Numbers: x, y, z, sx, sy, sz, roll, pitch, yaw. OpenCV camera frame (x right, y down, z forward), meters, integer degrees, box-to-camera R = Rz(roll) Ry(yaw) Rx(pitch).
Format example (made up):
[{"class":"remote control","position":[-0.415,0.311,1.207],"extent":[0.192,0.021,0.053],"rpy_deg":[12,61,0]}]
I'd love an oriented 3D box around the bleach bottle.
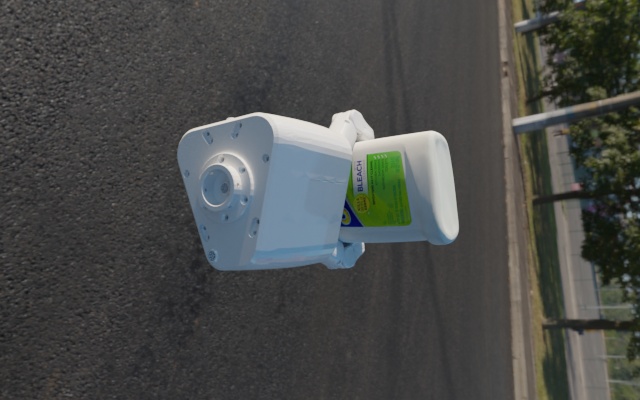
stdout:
[{"class":"bleach bottle","position":[0.000,0.001,0.472],"extent":[0.251,0.102,0.068],"rpy_deg":[-8,-4,29]}]
